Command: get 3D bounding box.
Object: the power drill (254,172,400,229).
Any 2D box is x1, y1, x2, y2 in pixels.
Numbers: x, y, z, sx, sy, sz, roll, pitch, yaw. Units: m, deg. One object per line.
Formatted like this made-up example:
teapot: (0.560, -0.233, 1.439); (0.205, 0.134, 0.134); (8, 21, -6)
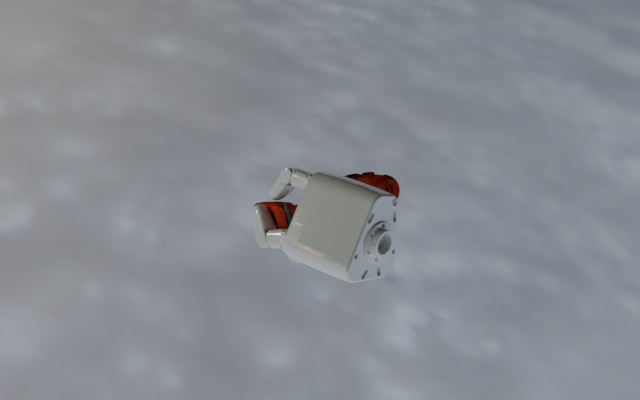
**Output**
power drill: (0.000, 0.003, 0.720); (0.187, 0.057, 0.184); (-20, 8, -23)
